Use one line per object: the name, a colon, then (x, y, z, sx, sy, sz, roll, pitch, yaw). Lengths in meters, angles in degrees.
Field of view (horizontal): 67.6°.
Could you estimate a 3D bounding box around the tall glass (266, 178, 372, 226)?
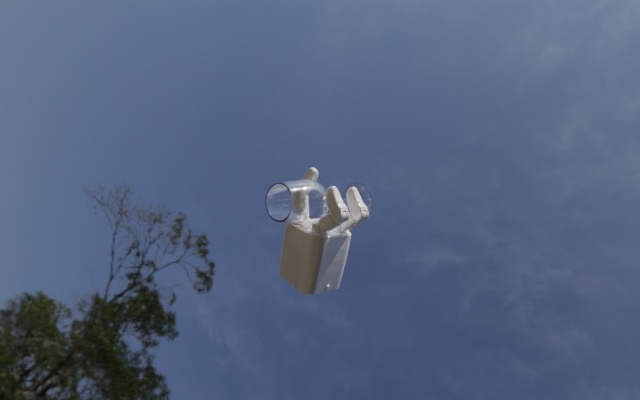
tall glass: (0.001, 0.003, 0.821, 0.079, 0.079, 0.201, 0, 0, 41)
